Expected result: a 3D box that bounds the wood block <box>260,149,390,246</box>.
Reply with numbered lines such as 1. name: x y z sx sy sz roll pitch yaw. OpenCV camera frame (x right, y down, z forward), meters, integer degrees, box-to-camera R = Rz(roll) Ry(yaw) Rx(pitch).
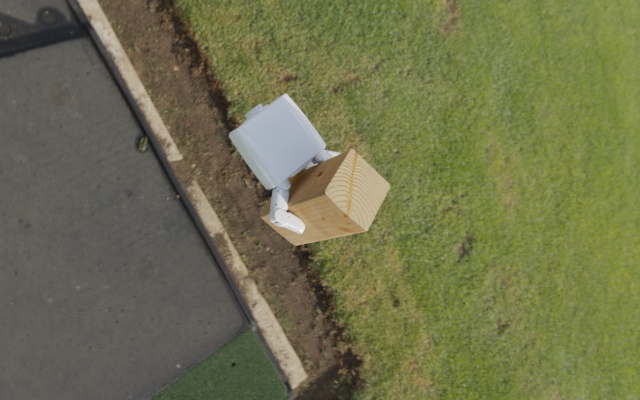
1. wood block: 0.000 0.002 0.769 0.090 0.090 0.206 42 -29 -19
